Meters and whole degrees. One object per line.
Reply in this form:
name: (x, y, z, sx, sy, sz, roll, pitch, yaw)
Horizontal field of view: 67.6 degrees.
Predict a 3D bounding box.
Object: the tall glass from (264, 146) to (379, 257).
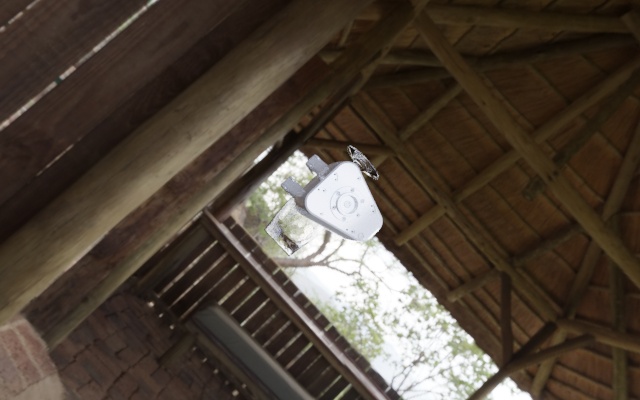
tall glass: (0.001, 0.002, 0.797, 0.201, 0.079, 0.079, -43, 6, -6)
